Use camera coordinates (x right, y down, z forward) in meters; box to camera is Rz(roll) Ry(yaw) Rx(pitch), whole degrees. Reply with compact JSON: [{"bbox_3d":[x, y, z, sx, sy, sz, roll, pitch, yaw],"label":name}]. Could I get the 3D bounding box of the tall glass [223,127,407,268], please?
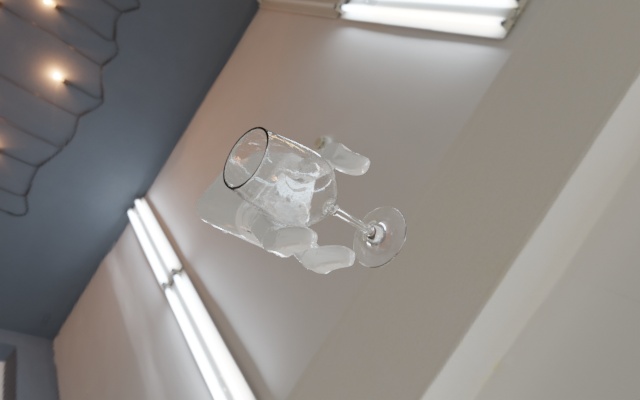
[{"bbox_3d":[0.001,0.002,0.483,0.079,0.079,0.201,0,-24,47],"label":"tall glass"}]
